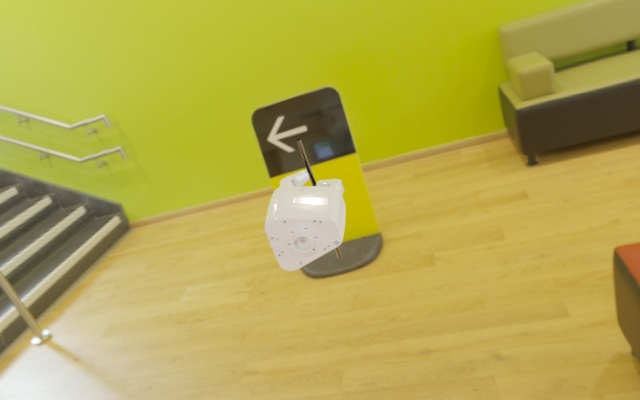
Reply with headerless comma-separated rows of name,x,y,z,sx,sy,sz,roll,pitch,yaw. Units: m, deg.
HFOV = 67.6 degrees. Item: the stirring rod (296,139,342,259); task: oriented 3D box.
stirring rod,0.000,0.003,0.848,0.011,0.240,0.011,-16,23,7
